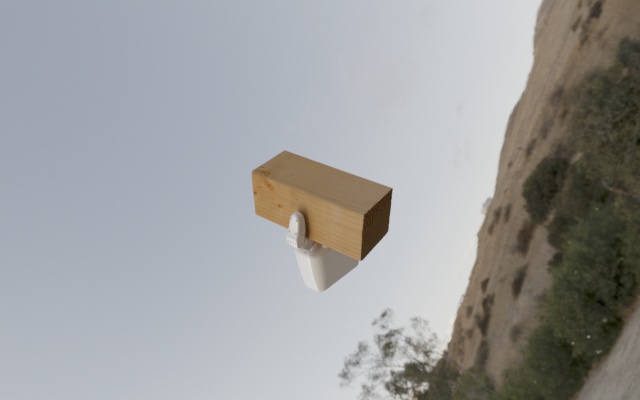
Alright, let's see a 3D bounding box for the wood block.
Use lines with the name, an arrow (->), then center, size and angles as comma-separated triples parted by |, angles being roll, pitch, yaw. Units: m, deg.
wood block -> 0.000, 0.003, 0.761 | 0.206, 0.090, 0.090 | 21, 40, 27
